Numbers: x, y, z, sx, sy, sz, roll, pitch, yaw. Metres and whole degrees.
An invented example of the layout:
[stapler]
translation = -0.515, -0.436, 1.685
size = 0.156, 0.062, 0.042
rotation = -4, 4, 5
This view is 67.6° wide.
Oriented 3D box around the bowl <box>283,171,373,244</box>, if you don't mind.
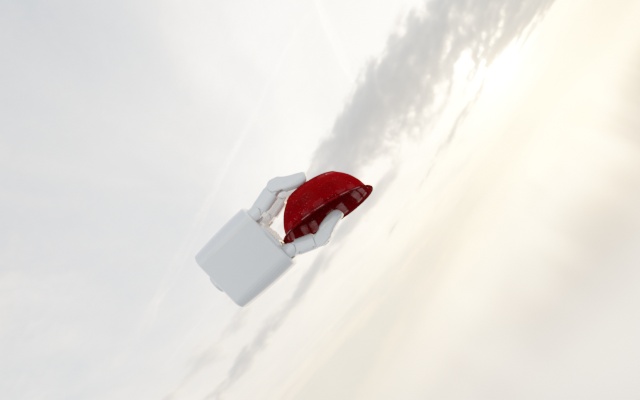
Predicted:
[bowl]
translation = 0.001, 0.001, 0.738
size = 0.162, 0.055, 0.162
rotation = -30, -14, -8
